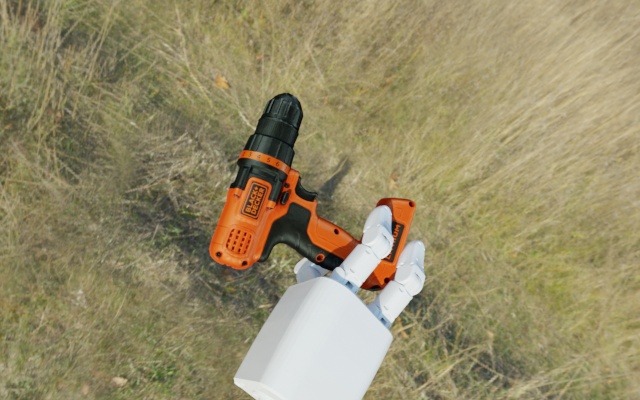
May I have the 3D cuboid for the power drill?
[{"bbox_3d":[0.000,0.002,0.493,0.187,0.184,0.057,22,-9,-12],"label":"power drill"}]
